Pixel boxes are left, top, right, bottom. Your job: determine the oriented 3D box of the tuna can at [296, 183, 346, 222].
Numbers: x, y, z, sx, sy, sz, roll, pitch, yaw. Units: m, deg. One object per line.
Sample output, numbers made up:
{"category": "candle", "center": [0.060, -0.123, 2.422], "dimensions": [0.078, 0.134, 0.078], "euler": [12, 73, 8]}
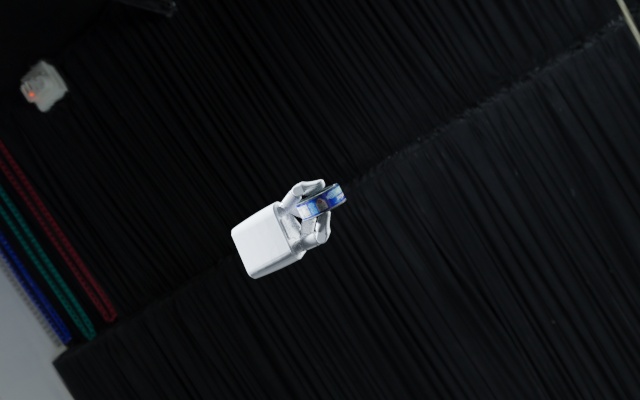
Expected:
{"category": "tuna can", "center": [0.000, 0.002, 0.843], "dimensions": [0.086, 0.034, 0.086], "euler": [-27, 5, 2]}
